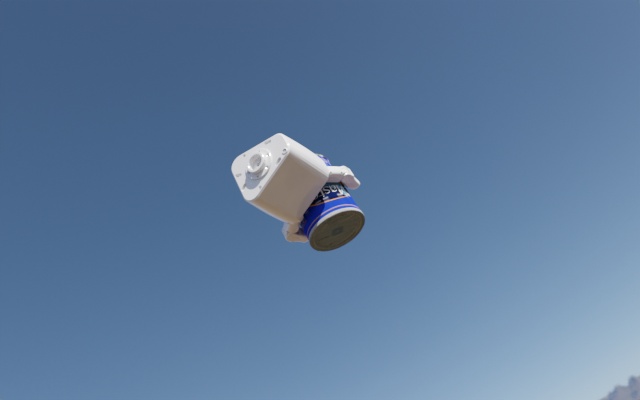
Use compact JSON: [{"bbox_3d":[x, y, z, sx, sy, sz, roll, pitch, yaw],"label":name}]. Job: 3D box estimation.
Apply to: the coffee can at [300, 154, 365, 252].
[{"bbox_3d":[0.000,0.003,0.830,0.103,0.140,0.103,-20,-37,-15],"label":"coffee can"}]
